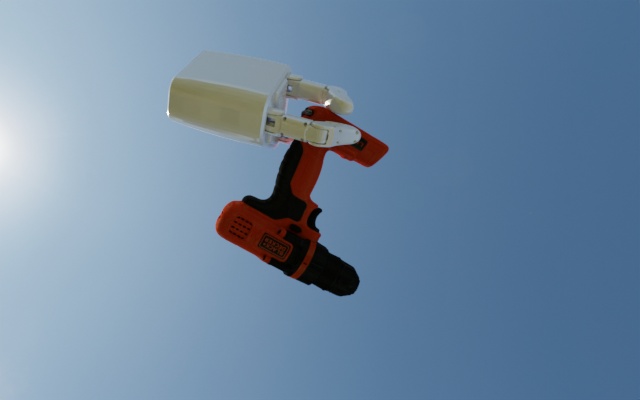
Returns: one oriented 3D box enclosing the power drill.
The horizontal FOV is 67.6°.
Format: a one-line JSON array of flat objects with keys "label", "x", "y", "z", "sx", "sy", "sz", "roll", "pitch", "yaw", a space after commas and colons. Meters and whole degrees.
[{"label": "power drill", "x": 0.000, "y": 0.001, "z": 0.550, "sx": 0.184, "sy": 0.187, "sz": 0.057, "roll": 30, "pitch": 0, "yaw": -16}]
